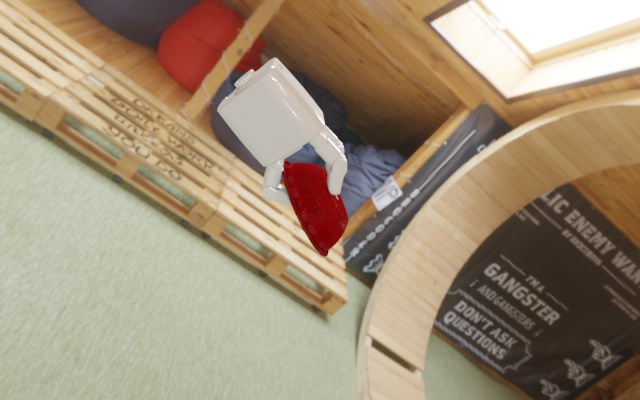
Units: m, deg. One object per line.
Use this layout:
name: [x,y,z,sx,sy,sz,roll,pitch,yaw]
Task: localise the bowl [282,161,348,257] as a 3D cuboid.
bowl: [0.001,0.003,0.740,0.055,0.162,0.162,-24,-4,9]
